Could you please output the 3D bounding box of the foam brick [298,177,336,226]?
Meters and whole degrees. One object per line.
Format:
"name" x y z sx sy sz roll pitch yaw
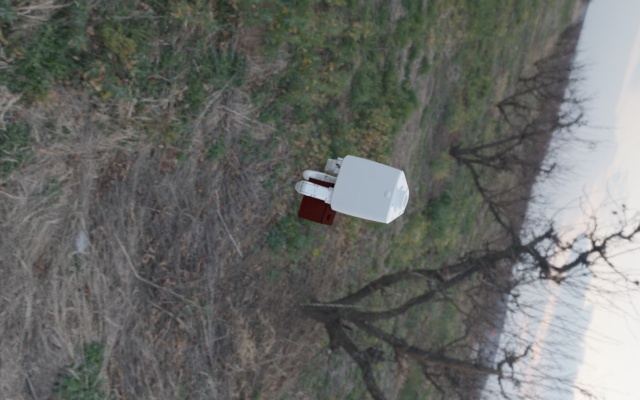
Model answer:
"foam brick" 0.000 0.003 0.877 0.051 0.078 0.053 17 0 23
